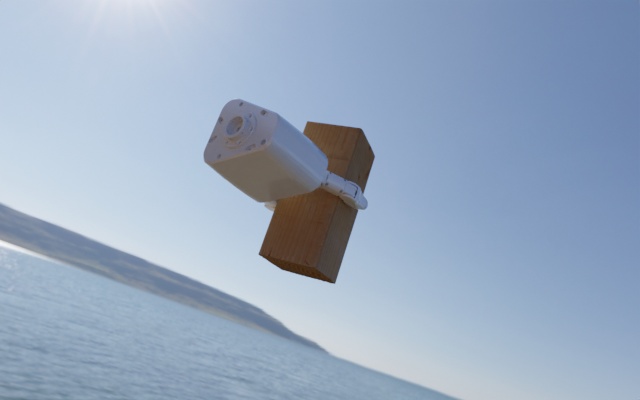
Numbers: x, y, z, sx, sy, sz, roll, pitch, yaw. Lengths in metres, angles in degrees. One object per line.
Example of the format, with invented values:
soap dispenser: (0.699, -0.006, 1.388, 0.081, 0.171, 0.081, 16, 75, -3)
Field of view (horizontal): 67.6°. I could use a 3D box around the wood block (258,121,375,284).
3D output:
wood block: (0.000, 0.002, 0.684, 0.091, 0.206, 0.090, 12, -18, 24)
